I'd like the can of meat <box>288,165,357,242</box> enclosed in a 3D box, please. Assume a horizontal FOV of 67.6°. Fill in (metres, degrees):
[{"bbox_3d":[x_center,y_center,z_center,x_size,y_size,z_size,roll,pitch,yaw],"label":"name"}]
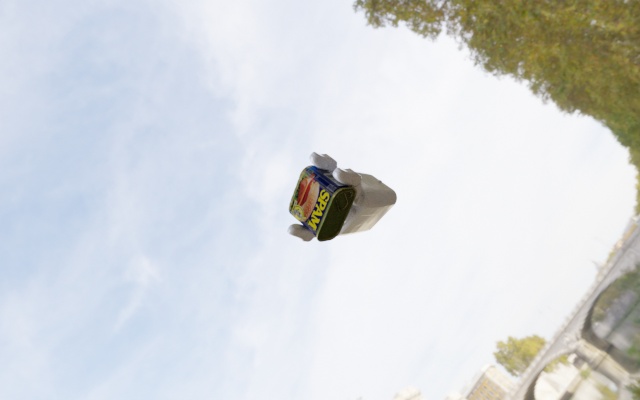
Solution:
[{"bbox_3d":[0.000,0.003,0.790,0.057,0.102,0.084,-6,36,-47],"label":"can of meat"}]
